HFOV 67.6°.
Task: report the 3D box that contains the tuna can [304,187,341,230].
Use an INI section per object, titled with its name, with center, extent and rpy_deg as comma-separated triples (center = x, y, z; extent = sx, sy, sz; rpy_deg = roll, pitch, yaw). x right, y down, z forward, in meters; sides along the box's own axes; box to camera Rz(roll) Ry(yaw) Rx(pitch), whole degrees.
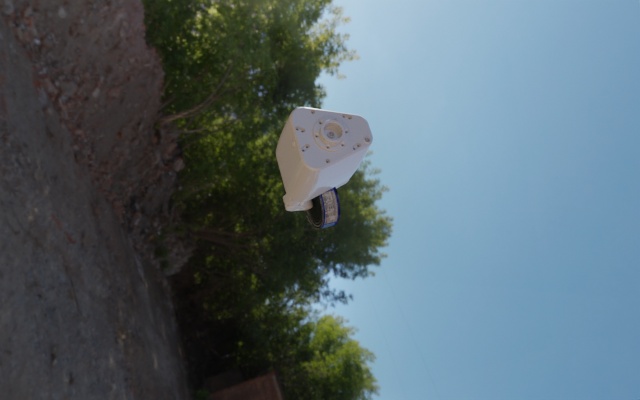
[tuna can]
center = 0.001, 0.002, 0.778
extent = 0.034, 0.086, 0.086
rpy_deg = -13, 5, -21
